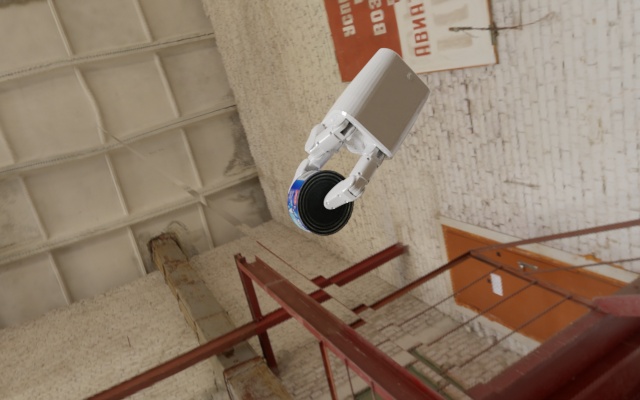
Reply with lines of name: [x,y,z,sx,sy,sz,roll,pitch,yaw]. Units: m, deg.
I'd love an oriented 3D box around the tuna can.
tuna can: [0.000,0.002,0.631,0.086,0.086,0.034,0,5,-30]
